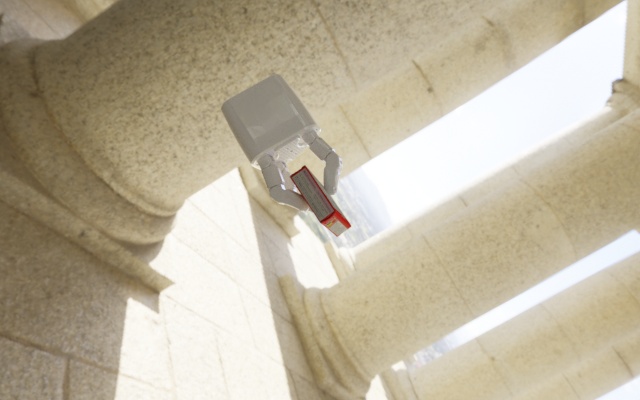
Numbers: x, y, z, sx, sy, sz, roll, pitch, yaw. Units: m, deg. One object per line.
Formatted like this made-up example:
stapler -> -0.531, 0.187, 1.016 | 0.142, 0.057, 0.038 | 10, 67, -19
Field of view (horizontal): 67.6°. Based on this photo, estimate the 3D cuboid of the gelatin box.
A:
gelatin box -> 0.001, 0.002, 0.671 | 0.030, 0.089, 0.073 | -37, -27, 5
